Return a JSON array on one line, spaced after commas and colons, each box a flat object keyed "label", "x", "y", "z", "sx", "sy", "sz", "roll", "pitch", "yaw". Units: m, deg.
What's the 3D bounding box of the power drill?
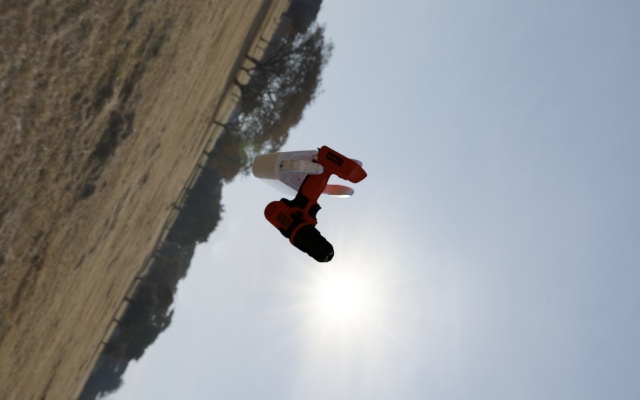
[{"label": "power drill", "x": 0.000, "y": 0.002, "z": 0.874, "sx": 0.184, "sy": 0.187, "sz": 0.057, "roll": 36, "pitch": -4, "yaw": 38}]
